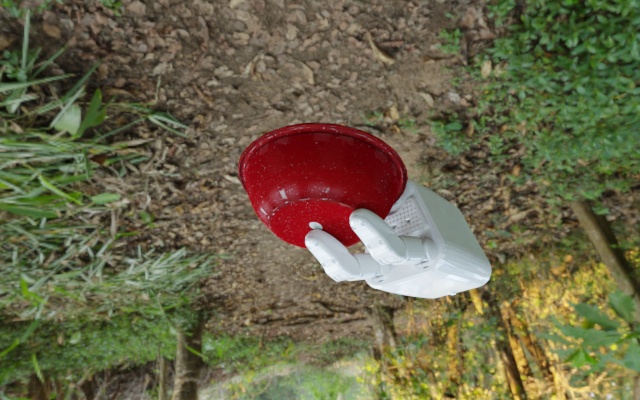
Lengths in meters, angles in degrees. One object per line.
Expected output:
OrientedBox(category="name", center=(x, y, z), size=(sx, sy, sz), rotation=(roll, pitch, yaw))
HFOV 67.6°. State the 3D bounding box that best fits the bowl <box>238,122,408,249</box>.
OrientedBox(category="bowl", center=(-0.001, 0.001, 0.444), size=(0.162, 0.055, 0.162), rotation=(3, -33, 2))
